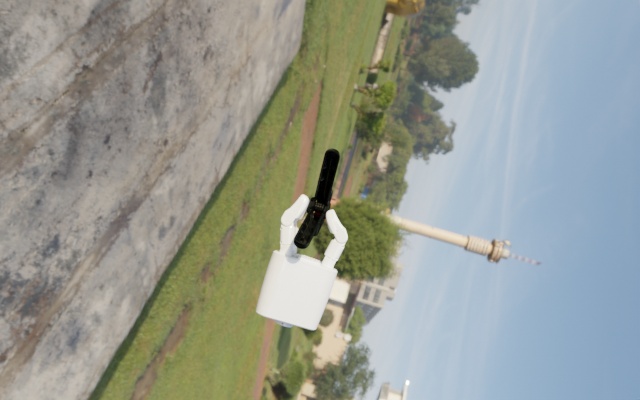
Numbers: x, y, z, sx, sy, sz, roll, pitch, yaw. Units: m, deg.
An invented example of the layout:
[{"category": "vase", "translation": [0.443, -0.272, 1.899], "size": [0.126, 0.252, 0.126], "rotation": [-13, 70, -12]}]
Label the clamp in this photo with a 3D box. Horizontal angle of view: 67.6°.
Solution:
[{"category": "clamp", "translation": [0.001, 0.003, 0.822], "size": [0.036, 0.164, 0.210], "rotation": [20, -3, 5]}]
